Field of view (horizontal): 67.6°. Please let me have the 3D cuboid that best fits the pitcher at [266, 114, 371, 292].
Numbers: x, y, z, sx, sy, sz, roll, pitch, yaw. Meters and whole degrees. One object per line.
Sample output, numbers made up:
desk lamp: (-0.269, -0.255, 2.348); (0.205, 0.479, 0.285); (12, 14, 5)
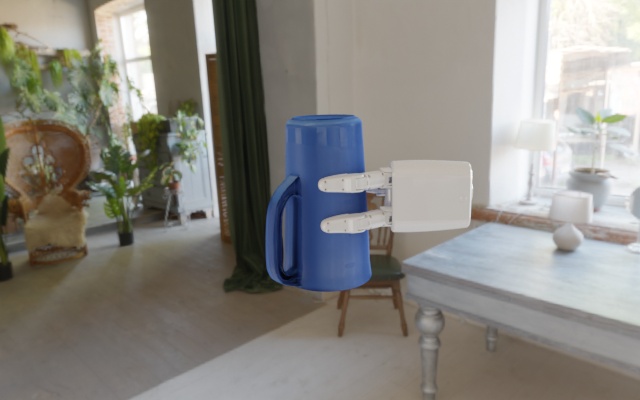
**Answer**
pitcher: (0.000, 0.002, 0.689); (0.145, 0.243, 0.149); (-1, 14, 4)
